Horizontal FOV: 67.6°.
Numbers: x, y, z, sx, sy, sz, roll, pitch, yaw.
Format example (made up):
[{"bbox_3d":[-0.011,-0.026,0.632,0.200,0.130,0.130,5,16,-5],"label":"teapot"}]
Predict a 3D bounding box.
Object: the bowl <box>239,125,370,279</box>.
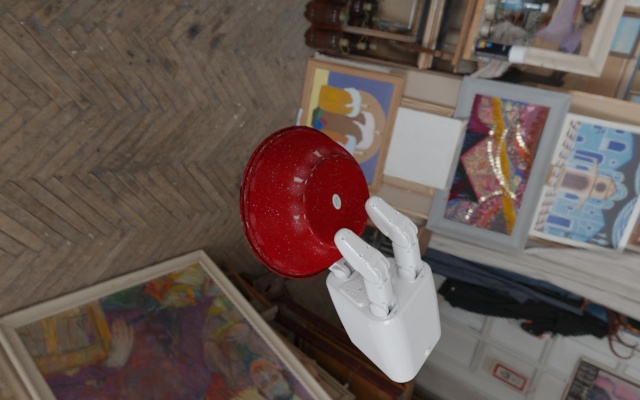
[{"bbox_3d":[0.000,0.001,0.484,0.162,0.162,0.055,0,-1,-42],"label":"bowl"}]
